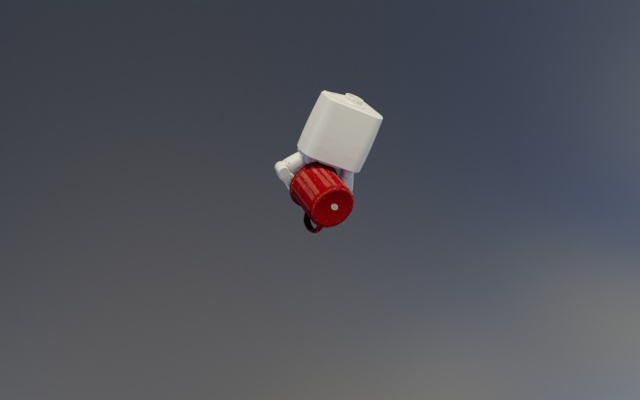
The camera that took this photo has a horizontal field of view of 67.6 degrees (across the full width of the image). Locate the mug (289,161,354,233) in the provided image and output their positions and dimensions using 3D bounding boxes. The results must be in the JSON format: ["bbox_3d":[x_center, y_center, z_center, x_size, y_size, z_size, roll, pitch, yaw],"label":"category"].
[{"bbox_3d":[0.000,0.004,0.817,0.093,0.117,0.081,9,26,-33],"label":"mug"}]
